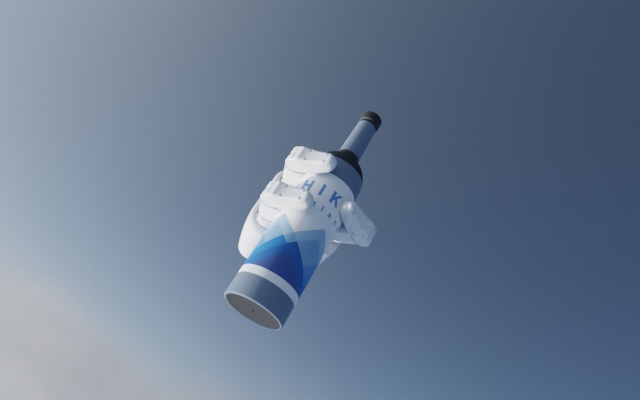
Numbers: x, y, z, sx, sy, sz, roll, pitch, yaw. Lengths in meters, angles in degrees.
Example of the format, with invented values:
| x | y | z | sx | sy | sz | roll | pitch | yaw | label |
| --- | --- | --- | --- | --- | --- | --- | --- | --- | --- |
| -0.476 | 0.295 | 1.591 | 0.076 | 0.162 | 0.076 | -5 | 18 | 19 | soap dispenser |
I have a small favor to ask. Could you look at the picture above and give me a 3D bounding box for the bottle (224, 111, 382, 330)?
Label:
| x | y | z | sx | sy | sz | roll | pitch | yaw | label |
| --- | --- | --- | --- | --- | --- | --- | --- | --- | --- |
| 0.000 | 0.002 | 0.543 | 0.069 | 0.295 | 0.069 | 23 | -32 | 15 | bottle |
